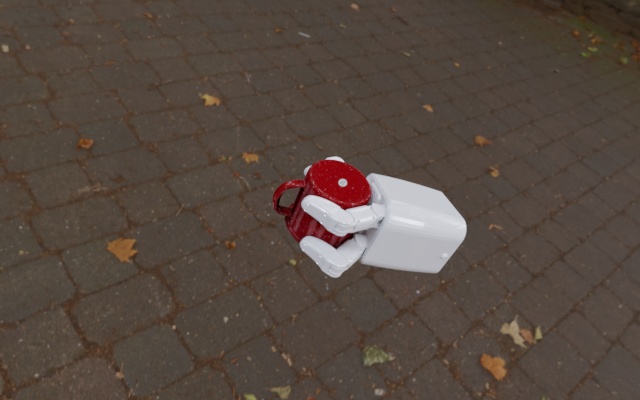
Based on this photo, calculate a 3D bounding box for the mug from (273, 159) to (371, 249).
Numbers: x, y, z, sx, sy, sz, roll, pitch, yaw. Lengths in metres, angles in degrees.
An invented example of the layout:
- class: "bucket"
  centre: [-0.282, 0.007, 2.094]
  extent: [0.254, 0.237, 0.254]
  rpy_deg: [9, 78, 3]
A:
- class: "mug"
  centre: [-0.001, 0.001, 0.583]
  extent: [0.117, 0.081, 0.093]
  rpy_deg: [11, 42, -16]
